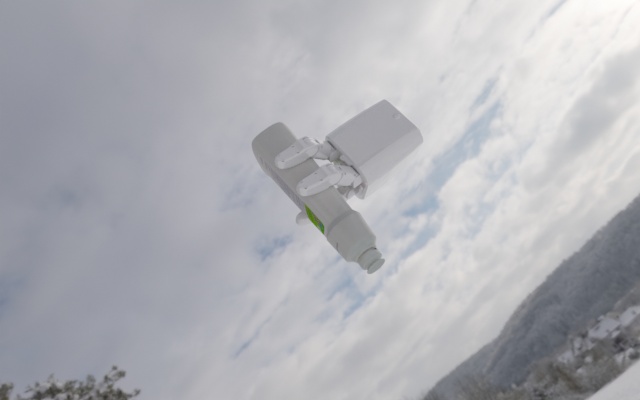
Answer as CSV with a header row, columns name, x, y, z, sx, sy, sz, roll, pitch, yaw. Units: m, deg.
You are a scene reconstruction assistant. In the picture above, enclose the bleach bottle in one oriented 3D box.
name,x,y,z,sx,sy,sz,roll,pitch,yaw
bleach bottle,0.000,0.002,0.659,0.068,0.250,0.103,-37,-29,-6
